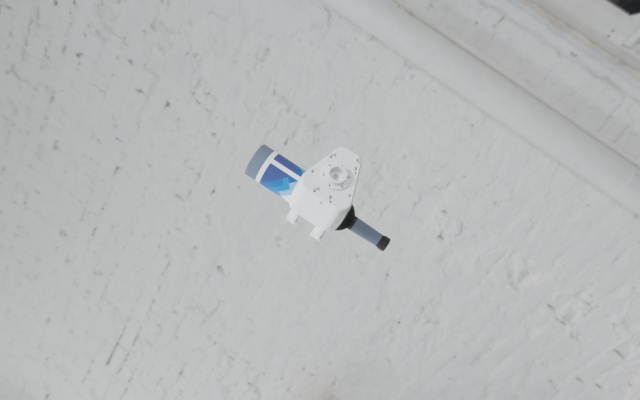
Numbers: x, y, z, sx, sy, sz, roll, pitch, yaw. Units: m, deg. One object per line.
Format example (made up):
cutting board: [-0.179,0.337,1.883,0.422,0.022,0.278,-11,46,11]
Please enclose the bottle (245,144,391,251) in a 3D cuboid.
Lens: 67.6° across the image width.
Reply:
bottle: [0.000,0.003,0.891,0.295,0.069,0.069,33,1,1]
